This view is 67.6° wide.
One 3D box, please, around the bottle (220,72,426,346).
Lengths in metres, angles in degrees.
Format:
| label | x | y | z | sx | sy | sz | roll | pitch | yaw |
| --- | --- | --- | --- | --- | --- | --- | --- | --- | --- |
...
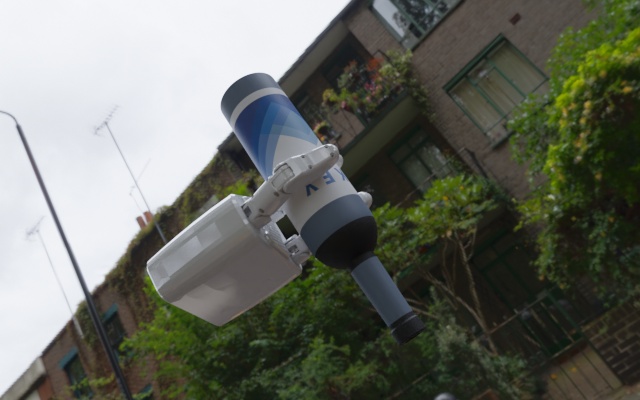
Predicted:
| label | x | y | z | sx | sy | sz | roll | pitch | yaw |
| --- | --- | --- | --- | --- | --- | --- | --- | --- | --- |
| bottle | 0.000 | 0.001 | 0.452 | 0.069 | 0.295 | 0.069 | -29 | -23 | -14 |
